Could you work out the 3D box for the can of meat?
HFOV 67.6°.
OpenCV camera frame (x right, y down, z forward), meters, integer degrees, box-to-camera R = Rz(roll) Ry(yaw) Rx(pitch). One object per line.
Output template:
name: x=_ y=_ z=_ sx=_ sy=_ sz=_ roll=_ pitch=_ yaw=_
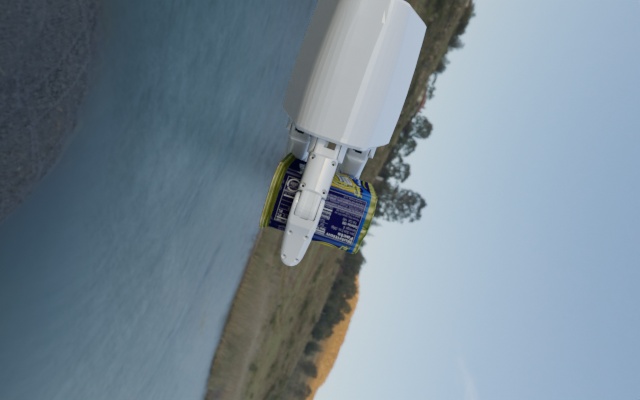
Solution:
can of meat: x=0.000 y=0.002 z=0.418 sx=0.084 sy=0.057 sz=0.102 roll=18 pitch=12 yaw=-1
